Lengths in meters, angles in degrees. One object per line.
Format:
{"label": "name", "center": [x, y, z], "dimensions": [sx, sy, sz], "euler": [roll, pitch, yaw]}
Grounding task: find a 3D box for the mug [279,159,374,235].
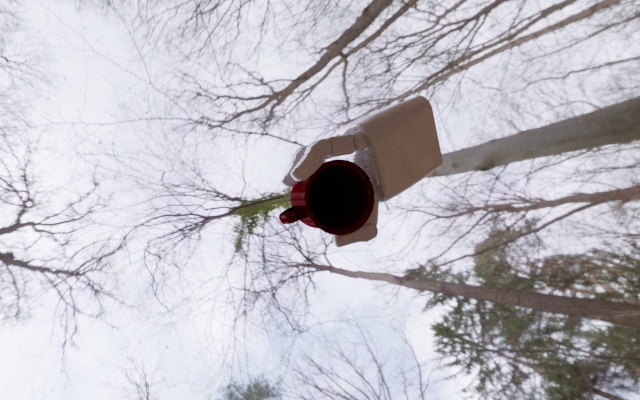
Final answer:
{"label": "mug", "center": [-0.001, 0.003, 0.613], "dimensions": [0.117, 0.093, 0.081], "euler": [-28, 9, -19]}
